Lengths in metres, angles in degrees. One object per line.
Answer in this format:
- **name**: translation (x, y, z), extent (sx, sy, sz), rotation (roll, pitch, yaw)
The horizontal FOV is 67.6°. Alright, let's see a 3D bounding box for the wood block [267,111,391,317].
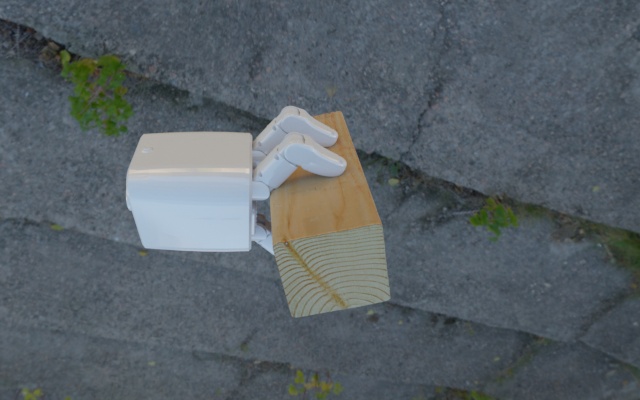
- **wood block**: translation (0.000, 0.002, 0.475), extent (0.090, 0.091, 0.206), rotation (-11, 36, 0)
